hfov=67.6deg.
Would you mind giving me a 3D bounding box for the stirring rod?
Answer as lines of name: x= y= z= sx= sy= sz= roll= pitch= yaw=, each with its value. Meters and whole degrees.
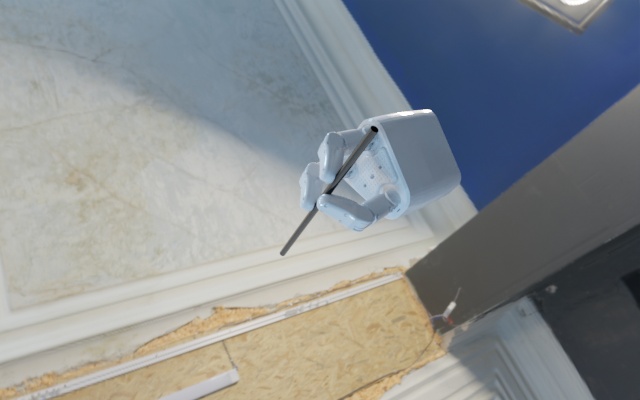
stirring rod: x=0.000 y=0.002 z=0.512 sx=0.011 sy=0.011 sz=0.240 roll=0 pitch=-33 yaw=-28
